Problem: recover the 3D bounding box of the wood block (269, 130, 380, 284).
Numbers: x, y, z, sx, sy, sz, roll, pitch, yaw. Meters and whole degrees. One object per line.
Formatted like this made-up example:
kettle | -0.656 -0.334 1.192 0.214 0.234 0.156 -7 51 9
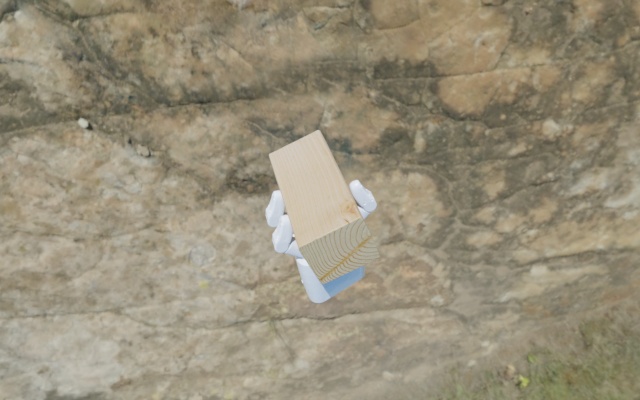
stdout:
wood block | 0.001 0.002 0.688 0.091 0.090 0.206 -26 43 3
